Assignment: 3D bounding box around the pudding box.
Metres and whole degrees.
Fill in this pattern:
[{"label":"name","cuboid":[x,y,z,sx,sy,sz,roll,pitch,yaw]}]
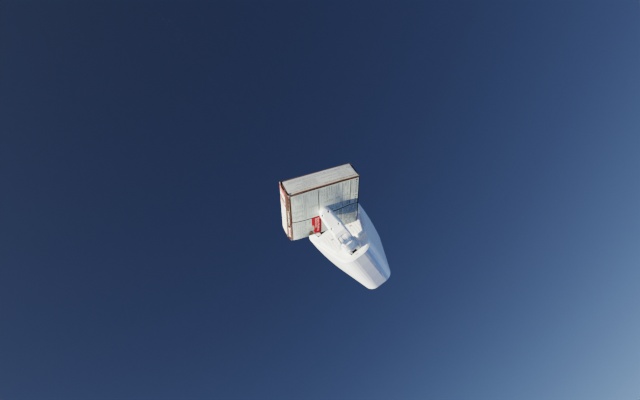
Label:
[{"label":"pudding box","cuboid":[0.000,0.002,0.695,0.113,0.090,0.039,-17,42,-19]}]
